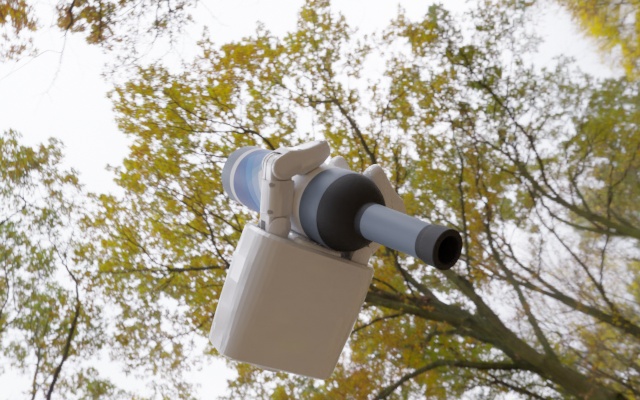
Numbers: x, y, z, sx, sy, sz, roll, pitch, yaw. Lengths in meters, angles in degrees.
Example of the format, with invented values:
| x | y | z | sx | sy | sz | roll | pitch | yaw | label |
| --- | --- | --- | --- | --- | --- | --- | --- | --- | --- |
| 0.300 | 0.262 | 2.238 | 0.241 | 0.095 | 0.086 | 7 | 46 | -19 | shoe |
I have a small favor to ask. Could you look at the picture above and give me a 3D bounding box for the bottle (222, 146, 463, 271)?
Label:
| x | y | z | sx | sy | sz | roll | pitch | yaw | label |
| --- | --- | --- | --- | --- | --- | --- | --- | --- | --- |
| 0.000 | 0.001 | 0.419 | 0.069 | 0.069 | 0.295 | 0 | 12 | -34 | bottle |
